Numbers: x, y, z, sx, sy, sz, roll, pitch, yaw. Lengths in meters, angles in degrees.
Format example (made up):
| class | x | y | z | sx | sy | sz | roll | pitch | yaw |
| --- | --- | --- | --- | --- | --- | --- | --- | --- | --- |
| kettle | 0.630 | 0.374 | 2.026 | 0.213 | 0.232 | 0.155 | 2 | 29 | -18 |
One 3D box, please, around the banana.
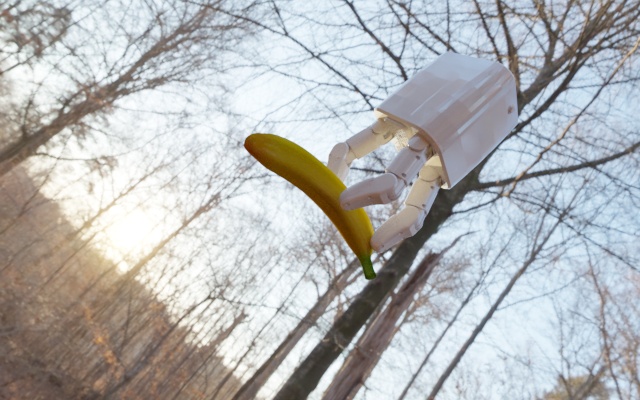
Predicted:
| class | x | y | z | sx | sy | sz | roll | pitch | yaw |
| --- | --- | --- | --- | --- | --- | --- | --- | --- | --- |
| banana | 0.002 | -0.006 | 0.470 | 0.037 | 0.198 | 0.069 | -35 | 27 | 18 |
